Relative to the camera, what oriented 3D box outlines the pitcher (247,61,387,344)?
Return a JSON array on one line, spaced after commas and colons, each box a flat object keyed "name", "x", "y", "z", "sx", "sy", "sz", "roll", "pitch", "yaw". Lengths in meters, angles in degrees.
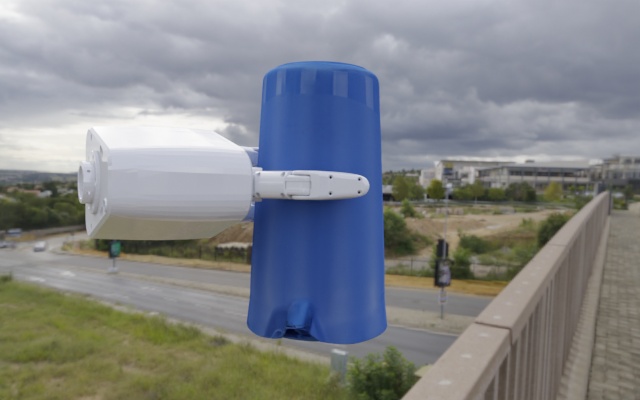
[{"name": "pitcher", "x": 0.000, "y": 0.002, "z": 0.460, "sx": 0.145, "sy": 0.243, "sz": 0.149, "roll": -1, "pitch": 4, "yaw": -32}]
